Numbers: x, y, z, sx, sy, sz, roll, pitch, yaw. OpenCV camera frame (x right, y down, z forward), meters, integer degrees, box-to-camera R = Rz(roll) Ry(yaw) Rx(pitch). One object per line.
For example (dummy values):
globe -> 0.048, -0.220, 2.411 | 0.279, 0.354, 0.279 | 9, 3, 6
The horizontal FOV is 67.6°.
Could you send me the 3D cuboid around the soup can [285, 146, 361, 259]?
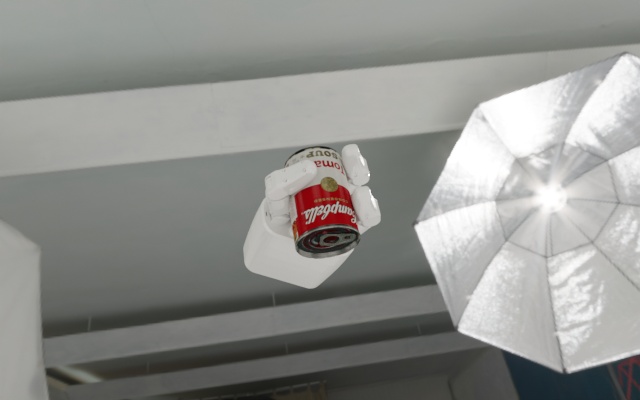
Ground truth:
soup can -> 0.000, 0.001, 0.509 | 0.068, 0.102, 0.068 | -8, -32, -5
